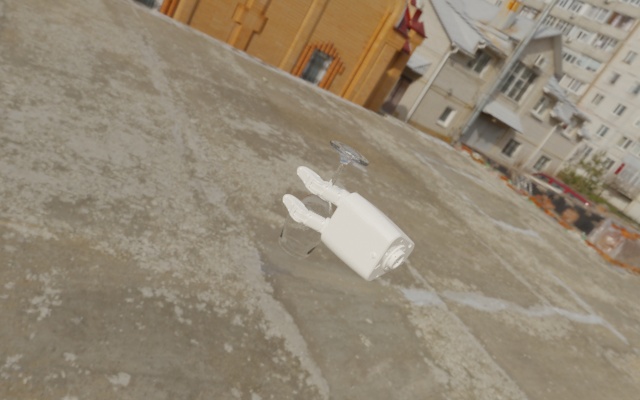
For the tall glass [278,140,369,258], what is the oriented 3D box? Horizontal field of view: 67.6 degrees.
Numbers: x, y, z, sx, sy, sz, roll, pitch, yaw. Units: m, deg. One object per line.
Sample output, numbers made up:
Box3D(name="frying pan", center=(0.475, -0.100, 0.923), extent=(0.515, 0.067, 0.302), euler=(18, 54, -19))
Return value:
Box3D(name="tall glass", center=(0.000, 0.002, 0.812), extent=(0.079, 0.201, 0.079), euler=(27, 20, -11))
